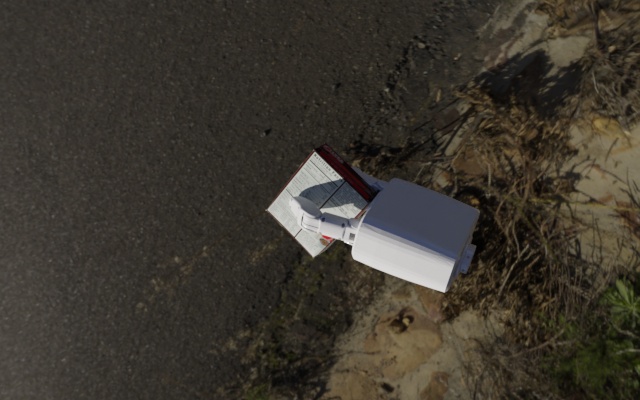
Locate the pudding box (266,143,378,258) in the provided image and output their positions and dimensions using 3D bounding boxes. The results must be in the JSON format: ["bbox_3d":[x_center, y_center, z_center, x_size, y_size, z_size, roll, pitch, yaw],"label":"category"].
[{"bbox_3d":[0.000,0.002,0.572,0.113,0.090,0.039,-48,-6,29],"label":"pudding box"}]
